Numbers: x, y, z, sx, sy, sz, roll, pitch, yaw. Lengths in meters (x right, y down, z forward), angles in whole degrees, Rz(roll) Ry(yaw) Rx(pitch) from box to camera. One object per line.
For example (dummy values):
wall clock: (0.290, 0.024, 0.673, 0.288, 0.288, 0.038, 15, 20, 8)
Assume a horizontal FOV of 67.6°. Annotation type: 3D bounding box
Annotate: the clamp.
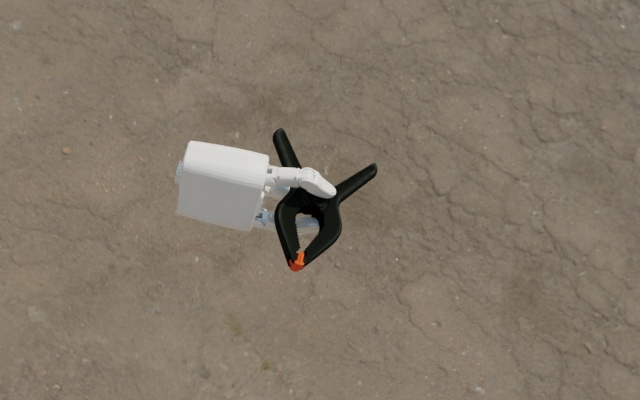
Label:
clamp: (0.000, 0.002, 0.669, 0.164, 0.209, 0.036, 13, -31, -11)
